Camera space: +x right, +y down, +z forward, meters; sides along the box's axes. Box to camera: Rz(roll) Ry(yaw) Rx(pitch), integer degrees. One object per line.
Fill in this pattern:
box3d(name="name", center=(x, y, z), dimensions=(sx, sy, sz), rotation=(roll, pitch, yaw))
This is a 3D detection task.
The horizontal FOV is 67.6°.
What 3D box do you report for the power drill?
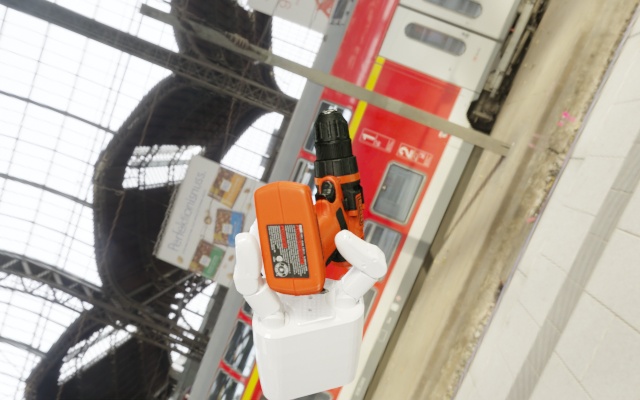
box3d(name="power drill", center=(0.000, 0.002, 0.491), dimensions=(0.057, 0.184, 0.187), rotation=(-5, 11, 22))
